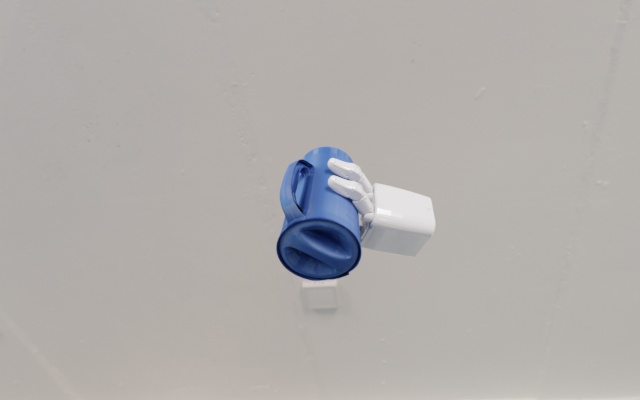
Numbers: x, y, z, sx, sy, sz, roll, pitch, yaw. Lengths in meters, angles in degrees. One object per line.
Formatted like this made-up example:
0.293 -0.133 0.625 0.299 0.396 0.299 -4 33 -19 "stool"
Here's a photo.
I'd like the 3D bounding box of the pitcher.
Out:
0.000 0.003 0.823 0.145 0.149 0.242 12 38 -5 "pitcher"
